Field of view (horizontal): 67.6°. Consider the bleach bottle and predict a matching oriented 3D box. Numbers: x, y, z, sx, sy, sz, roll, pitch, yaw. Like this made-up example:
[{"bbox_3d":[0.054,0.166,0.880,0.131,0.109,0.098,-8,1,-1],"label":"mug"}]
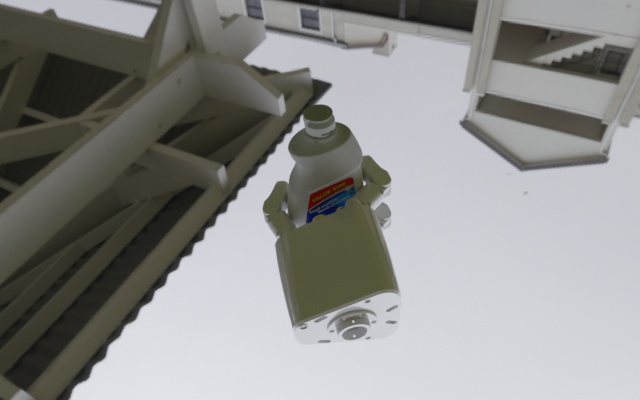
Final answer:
[{"bbox_3d":[0.000,0.002,0.551,0.102,0.068,0.251,-12,-43,-4],"label":"bleach bottle"}]
